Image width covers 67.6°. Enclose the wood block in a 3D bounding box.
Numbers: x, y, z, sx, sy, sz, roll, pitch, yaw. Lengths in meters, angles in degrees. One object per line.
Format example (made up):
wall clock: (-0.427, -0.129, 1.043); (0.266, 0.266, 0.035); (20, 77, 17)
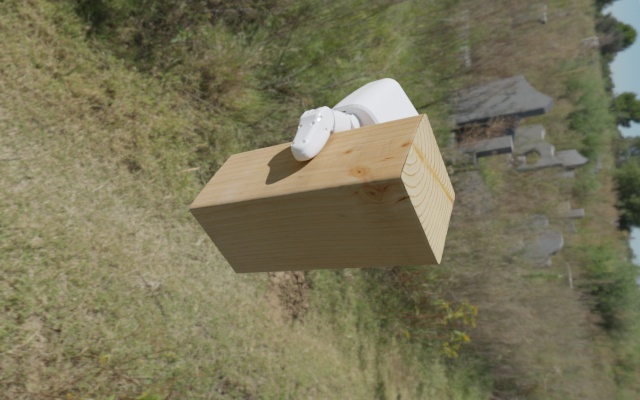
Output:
wood block: (0.000, 0.001, 0.427); (0.206, 0.091, 0.090); (-8, 35, 31)
